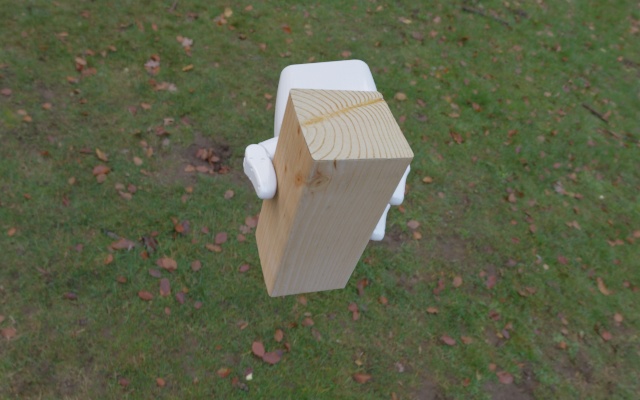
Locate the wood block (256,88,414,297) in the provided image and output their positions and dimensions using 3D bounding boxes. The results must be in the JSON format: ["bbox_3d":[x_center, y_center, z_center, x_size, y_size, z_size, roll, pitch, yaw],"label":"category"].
[{"bbox_3d":[0.000,0.001,0.472,0.091,0.090,0.206,-3,-40,-20],"label":"wood block"}]
